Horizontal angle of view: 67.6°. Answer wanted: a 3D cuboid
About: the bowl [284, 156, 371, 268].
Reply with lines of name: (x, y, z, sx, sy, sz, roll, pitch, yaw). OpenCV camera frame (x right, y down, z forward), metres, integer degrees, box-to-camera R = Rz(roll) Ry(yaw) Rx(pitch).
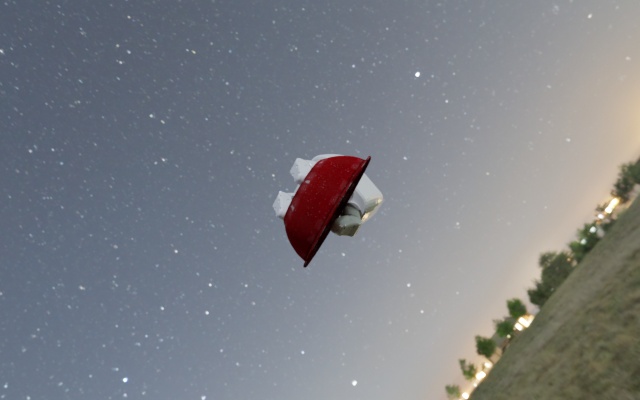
bowl: (0.000, 0.002, 0.599, 0.055, 0.162, 0.162, 31, 3, 5)
